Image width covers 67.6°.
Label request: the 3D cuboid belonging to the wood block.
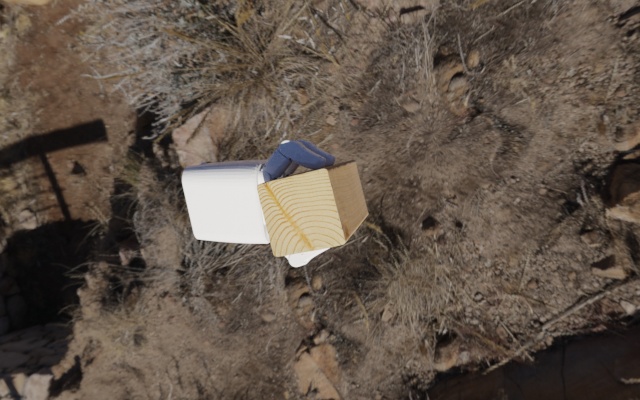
[{"bbox_3d":[0.000,0.003,0.643,0.090,0.091,0.206,-12,5,15],"label":"wood block"}]
